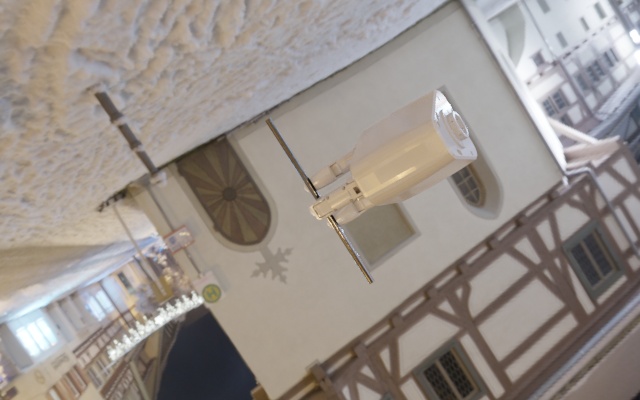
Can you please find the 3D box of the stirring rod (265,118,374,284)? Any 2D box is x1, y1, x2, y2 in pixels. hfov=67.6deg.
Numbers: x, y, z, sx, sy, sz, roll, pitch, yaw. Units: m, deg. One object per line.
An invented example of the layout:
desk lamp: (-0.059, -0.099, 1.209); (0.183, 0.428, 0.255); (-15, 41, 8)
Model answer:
stirring rod: (0.000, 0.002, 0.593); (0.011, 0.239, 0.011); (-32, 4, 3)
